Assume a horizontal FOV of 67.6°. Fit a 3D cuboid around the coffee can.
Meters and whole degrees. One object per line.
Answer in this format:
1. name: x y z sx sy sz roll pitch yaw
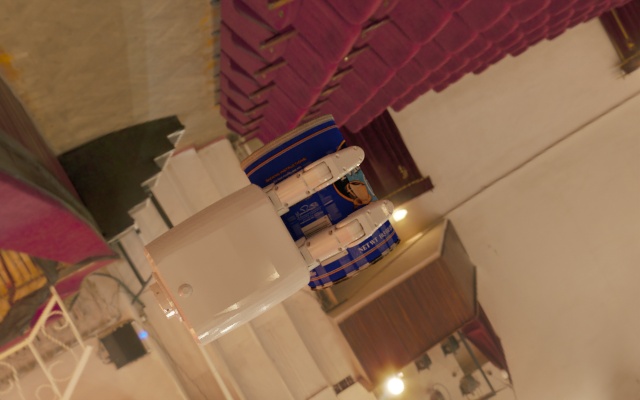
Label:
1. coffee can: 0.000 0.001 0.469 0.103 0.140 0.103 -29 2 1
